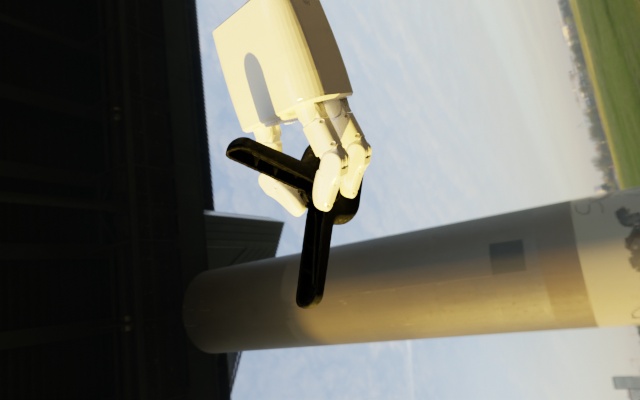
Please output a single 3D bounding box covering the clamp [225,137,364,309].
[{"bbox_3d":[0.000,0.001,0.492,0.036,0.164,0.210,-16,6,32],"label":"clamp"}]
